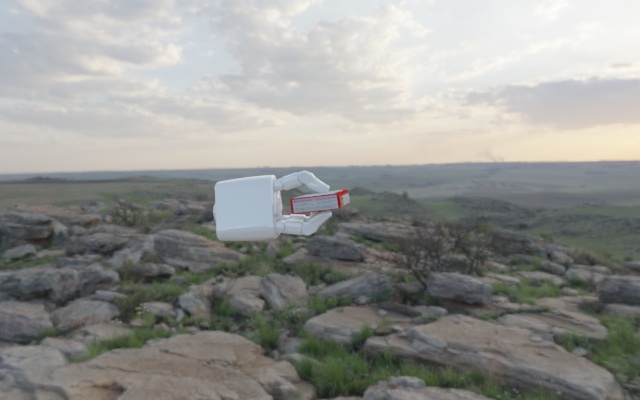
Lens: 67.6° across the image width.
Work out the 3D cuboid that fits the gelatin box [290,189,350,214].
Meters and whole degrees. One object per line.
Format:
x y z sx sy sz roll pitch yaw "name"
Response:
0.000 0.002 0.840 0.089 0.030 0.073 -7 4 17 "gelatin box"
